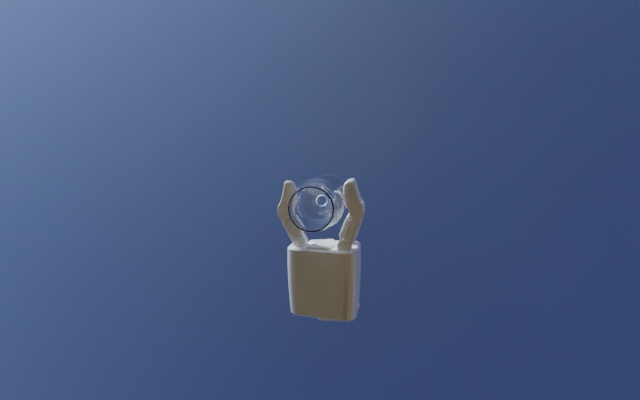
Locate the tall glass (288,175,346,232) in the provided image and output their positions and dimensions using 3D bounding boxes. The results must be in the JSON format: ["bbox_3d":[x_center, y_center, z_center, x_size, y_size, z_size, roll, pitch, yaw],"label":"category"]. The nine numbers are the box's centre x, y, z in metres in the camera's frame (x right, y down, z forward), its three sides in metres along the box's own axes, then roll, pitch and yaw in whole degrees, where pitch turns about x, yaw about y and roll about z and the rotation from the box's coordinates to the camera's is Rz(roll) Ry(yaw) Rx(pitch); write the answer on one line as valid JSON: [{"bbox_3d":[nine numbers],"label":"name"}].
[{"bbox_3d":[0.000,0.002,0.730,0.079,0.079,0.201,0,5,8],"label":"tall glass"}]
